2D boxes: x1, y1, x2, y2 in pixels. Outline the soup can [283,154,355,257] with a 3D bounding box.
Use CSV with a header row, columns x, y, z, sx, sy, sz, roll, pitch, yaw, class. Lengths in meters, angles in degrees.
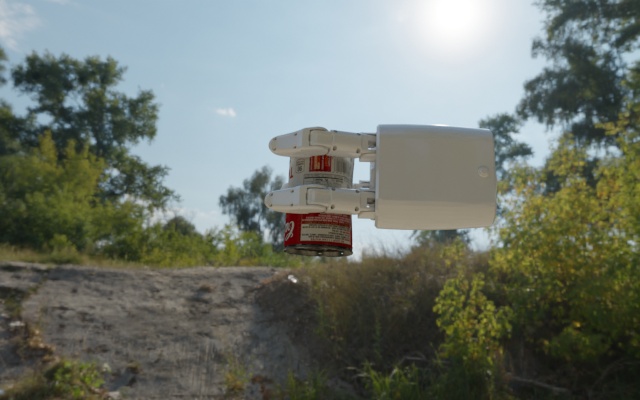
x,y,z,sx,sy,sz,roll,pitch,yaw,class
0.000,0.001,0.474,0.068,0.102,0.068,2,-13,1,soup can
